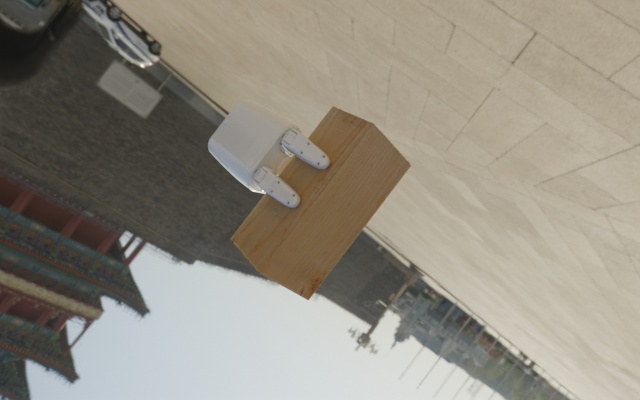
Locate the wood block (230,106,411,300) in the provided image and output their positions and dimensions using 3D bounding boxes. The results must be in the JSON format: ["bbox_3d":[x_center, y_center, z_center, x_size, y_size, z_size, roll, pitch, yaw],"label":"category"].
[{"bbox_3d":[0.000,0.002,0.581,0.091,0.206,0.090,38,-1,-40],"label":"wood block"}]
